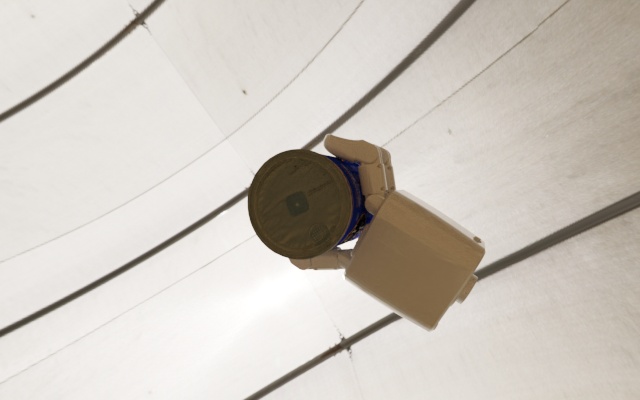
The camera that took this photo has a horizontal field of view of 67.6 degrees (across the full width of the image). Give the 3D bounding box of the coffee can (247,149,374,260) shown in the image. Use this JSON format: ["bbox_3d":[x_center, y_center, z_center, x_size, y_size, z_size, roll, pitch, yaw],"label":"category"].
[{"bbox_3d":[0.000,0.002,0.505,0.103,0.103,0.140,0,2,18],"label":"coffee can"}]
